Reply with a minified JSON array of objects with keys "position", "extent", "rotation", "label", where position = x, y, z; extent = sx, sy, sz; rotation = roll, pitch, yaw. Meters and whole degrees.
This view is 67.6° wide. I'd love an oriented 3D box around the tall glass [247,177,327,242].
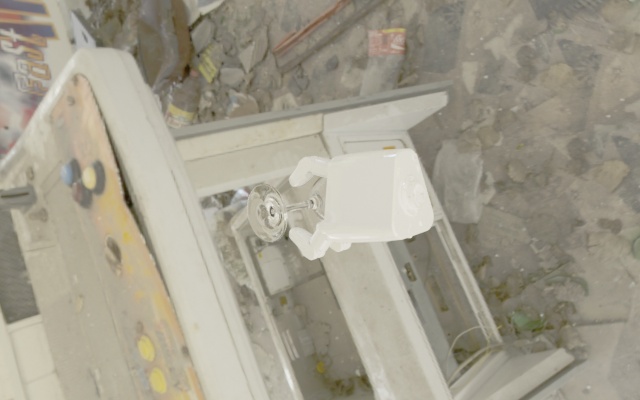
[{"position":[0.000,0.002,0.666],"extent":[0.079,0.079,0.201],"rotation":[0,8,43],"label":"tall glass"}]
